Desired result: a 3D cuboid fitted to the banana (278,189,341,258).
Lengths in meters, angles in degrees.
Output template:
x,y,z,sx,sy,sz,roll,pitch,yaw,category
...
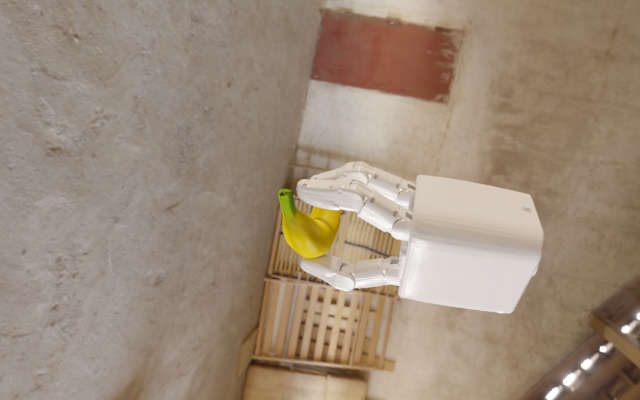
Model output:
x,y,z,sx,sy,sz,roll,pitch,yaw,category
-0.002,0.020,0.494,0.037,0.069,0.198,6,4,11,banana
